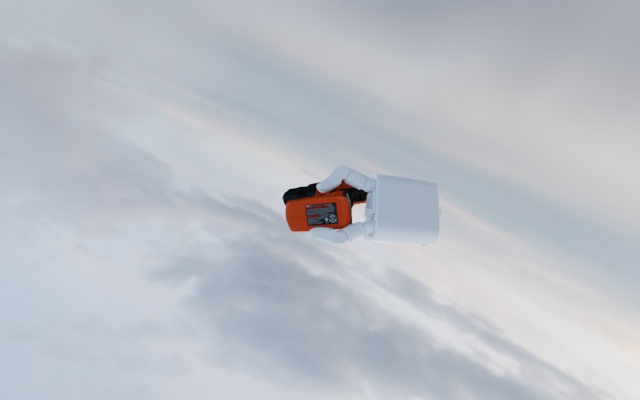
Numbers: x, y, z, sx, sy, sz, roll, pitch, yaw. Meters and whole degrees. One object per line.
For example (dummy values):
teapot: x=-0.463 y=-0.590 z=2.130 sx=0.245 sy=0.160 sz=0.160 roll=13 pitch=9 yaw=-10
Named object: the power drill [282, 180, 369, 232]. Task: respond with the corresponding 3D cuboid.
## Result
power drill: x=0.000 y=0.003 z=0.843 sx=0.184 sy=0.057 sz=0.187 roll=-7 pitch=12 yaw=15
